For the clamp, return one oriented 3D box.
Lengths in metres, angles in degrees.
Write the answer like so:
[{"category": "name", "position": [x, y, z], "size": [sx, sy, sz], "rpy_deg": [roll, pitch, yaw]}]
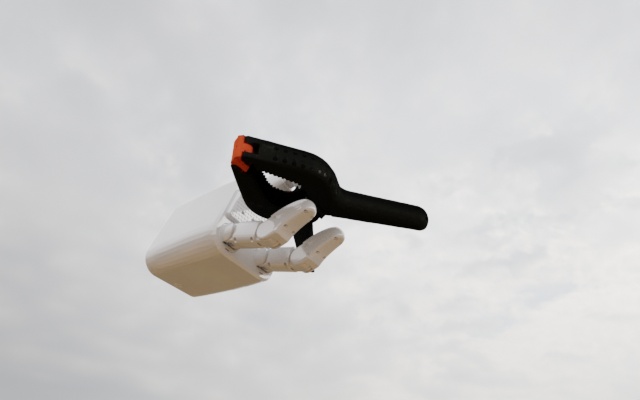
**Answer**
[{"category": "clamp", "position": [0.000, 0.001, 0.475], "size": [0.164, 0.036, 0.210], "rpy_deg": [-21, -43, 24]}]
